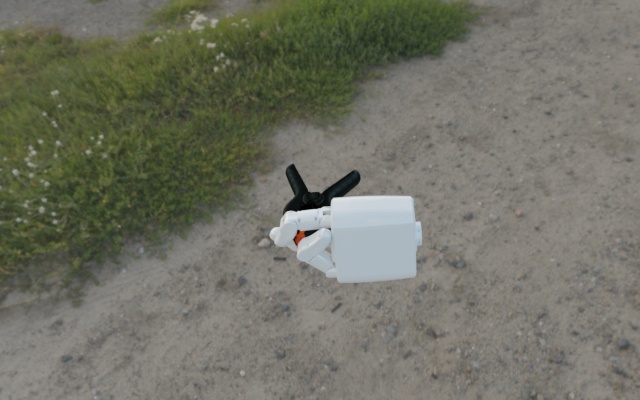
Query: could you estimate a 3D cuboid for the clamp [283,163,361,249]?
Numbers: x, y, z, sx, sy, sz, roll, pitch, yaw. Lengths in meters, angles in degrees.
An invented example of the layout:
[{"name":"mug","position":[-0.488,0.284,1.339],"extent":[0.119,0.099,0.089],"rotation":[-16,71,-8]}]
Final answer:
[{"name":"clamp","position":[0.000,0.002,0.714],"extent":[0.120,0.039,0.171],"rotation":[-4,44,8]}]
